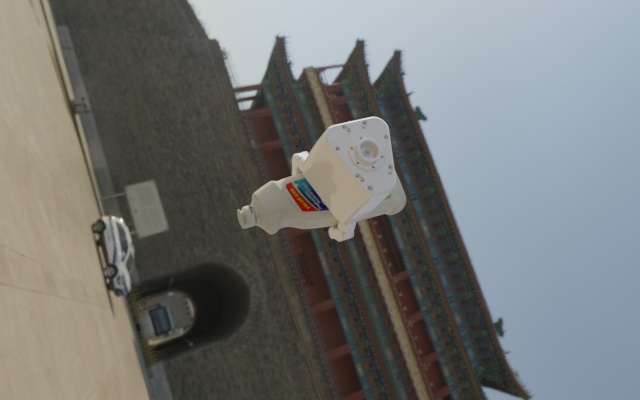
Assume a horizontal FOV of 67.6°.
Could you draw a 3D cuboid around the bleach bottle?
[{"bbox_3d":[0.000,0.002,0.728,0.251,0.102,0.068,-16,-14,-22],"label":"bleach bottle"}]
